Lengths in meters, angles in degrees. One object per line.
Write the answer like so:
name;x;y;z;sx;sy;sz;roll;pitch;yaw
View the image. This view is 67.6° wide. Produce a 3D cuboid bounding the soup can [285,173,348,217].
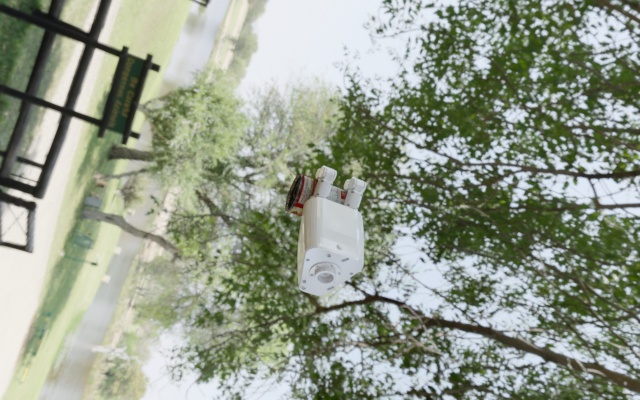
soup can;0.000;0.002;0.806;0.102;0.068;0.068;20;-6;-16
